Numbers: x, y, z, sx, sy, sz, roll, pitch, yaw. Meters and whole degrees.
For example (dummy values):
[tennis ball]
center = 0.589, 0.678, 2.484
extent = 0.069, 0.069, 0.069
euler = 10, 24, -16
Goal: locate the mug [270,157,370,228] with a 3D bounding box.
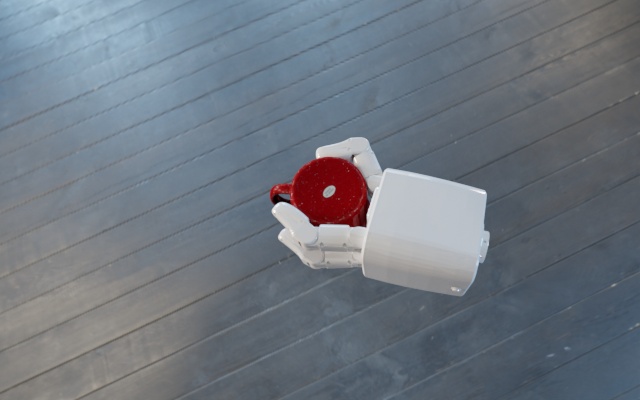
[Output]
[mug]
center = -0.001, 0.001, 0.533
extent = 0.117, 0.093, 0.081
euler = 12, -22, 12
